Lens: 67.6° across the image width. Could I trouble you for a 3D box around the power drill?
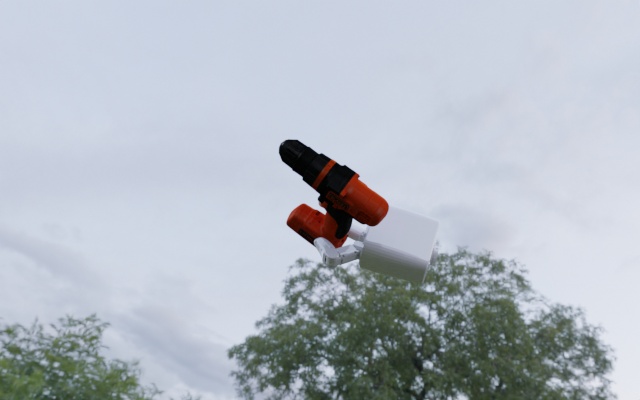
[{"bbox_3d":[0.000,0.003,0.750,0.184,0.057,0.188,37,-29,5],"label":"power drill"}]
